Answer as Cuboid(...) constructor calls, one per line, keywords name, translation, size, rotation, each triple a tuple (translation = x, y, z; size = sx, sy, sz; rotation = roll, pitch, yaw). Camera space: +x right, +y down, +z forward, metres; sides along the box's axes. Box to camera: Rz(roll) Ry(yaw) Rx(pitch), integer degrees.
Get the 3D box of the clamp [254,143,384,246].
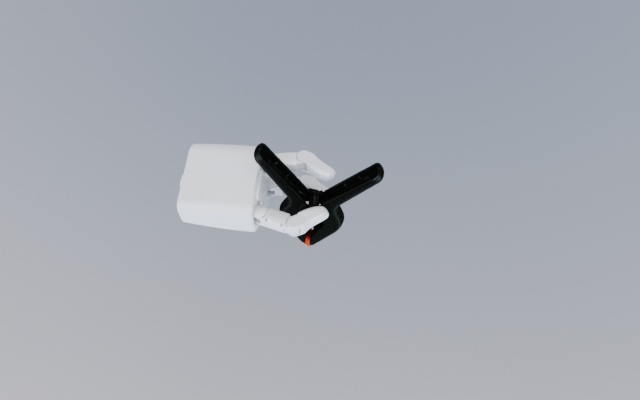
Cuboid(name="clamp", translation=(0.000, 0.003, 0.667), size=(0.164, 0.036, 0.210), rotation=(7, -35, 7))
